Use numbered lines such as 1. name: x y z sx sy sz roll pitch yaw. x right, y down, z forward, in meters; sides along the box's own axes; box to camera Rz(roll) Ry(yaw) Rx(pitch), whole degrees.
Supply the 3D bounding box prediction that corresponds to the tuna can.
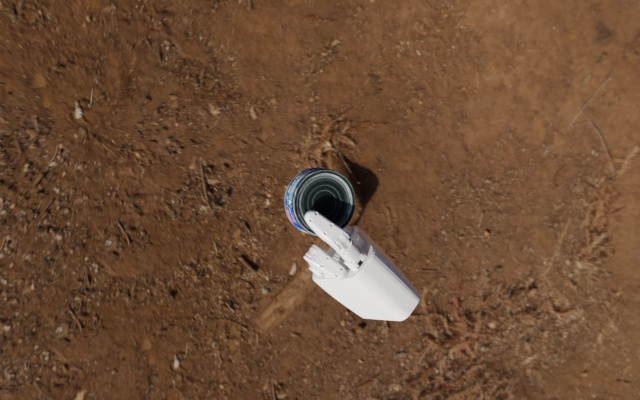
1. tuna can: 0.000 0.002 0.598 0.086 0.086 0.034 0 5 -21
